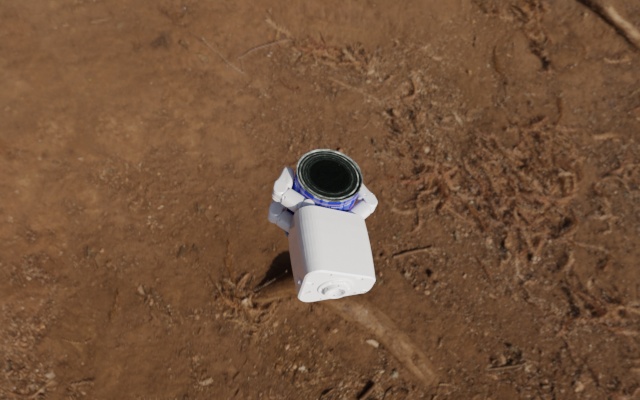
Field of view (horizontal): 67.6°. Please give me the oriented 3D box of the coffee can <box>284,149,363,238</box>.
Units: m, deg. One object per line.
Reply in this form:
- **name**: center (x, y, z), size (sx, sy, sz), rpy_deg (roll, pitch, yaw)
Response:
- **coffee can**: center (0.000, 0.002, 0.762), size (0.103, 0.102, 0.140), rpy_deg (0, -37, -14)
